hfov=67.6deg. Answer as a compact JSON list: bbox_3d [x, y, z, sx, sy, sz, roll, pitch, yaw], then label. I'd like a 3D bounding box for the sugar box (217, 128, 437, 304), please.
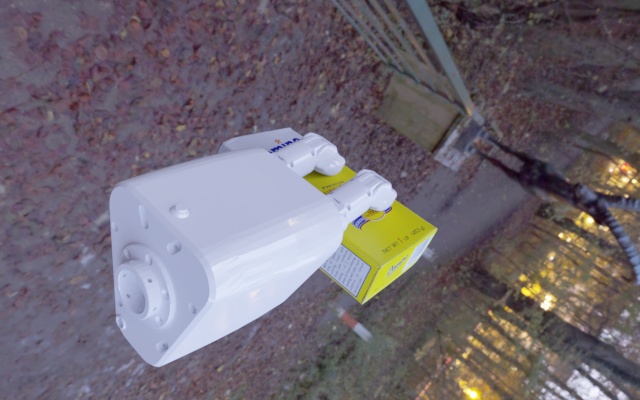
[{"bbox_3d":[0.000,0.001,0.404,0.176,0.048,0.093,39,35,23],"label":"sugar box"}]
